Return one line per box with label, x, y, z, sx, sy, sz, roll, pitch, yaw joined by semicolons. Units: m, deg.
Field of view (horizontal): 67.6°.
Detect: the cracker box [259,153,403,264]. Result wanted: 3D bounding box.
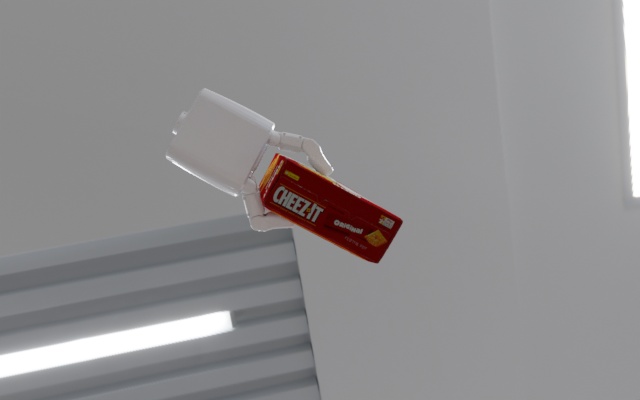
cracker box;0.000;0.002;0.665;0.164;0.072;0.213;27;3;-11
